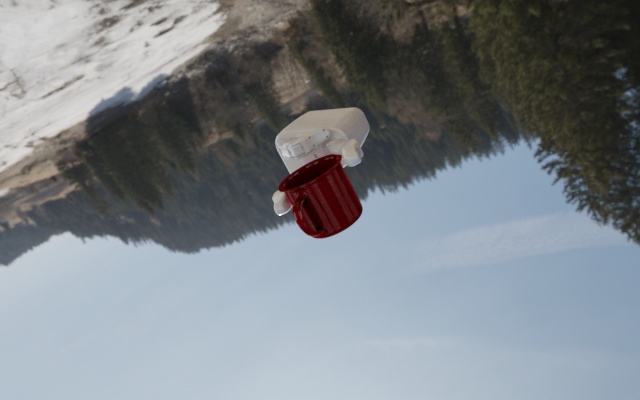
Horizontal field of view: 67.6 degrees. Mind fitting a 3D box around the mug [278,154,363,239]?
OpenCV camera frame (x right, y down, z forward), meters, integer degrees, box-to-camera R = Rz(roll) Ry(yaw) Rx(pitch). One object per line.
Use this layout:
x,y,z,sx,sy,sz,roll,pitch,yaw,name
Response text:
0.000,0.003,0.619,0.093,0.081,0.117,-18,21,30,mug
